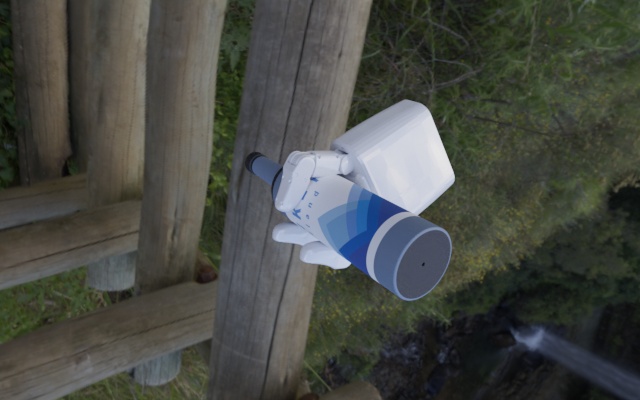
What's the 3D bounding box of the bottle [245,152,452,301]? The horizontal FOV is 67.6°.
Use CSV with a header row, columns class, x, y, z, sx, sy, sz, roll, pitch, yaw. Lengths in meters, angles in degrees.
class,x,y,z,sx,sy,sz,roll,pitch,yaw
bottle,0.000,0.002,0.496,0.069,0.069,0.295,0,20,-38
